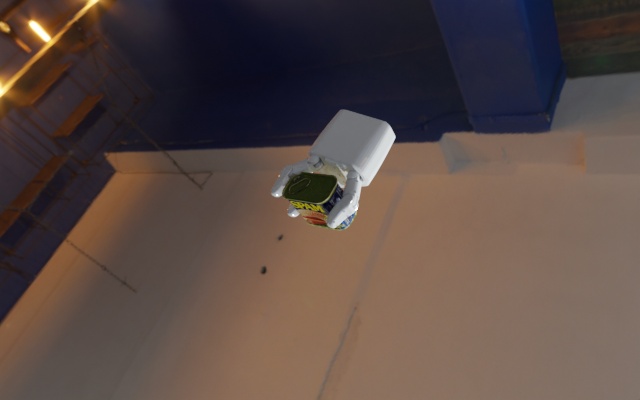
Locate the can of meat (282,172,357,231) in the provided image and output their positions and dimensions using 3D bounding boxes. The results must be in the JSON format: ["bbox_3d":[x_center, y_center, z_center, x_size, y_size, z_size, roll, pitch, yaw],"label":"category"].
[{"bbox_3d":[0.000,0.003,0.795,0.102,0.057,0.084,9,-31,40],"label":"can of meat"}]
